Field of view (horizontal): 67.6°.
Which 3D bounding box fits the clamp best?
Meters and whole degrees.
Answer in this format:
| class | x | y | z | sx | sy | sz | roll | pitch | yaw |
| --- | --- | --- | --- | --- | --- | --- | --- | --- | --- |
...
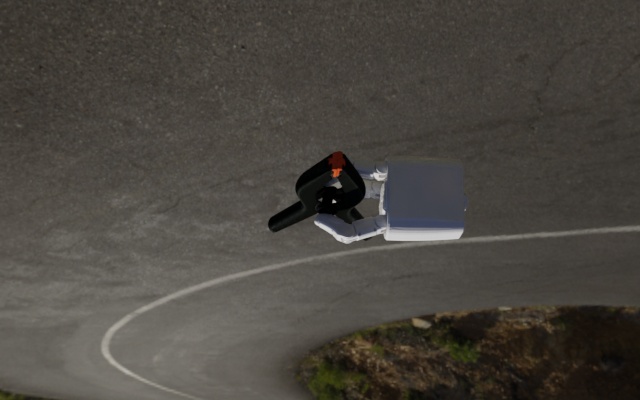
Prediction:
| class | x | y | z | sx | sy | sz | roll | pitch | yaw |
| --- | --- | --- | --- | --- | --- | --- | --- | --- | --- |
| clamp | 0.000 | 0.003 | 0.672 | 0.164 | 0.036 | 0.210 | 1 | -30 | 1 |
